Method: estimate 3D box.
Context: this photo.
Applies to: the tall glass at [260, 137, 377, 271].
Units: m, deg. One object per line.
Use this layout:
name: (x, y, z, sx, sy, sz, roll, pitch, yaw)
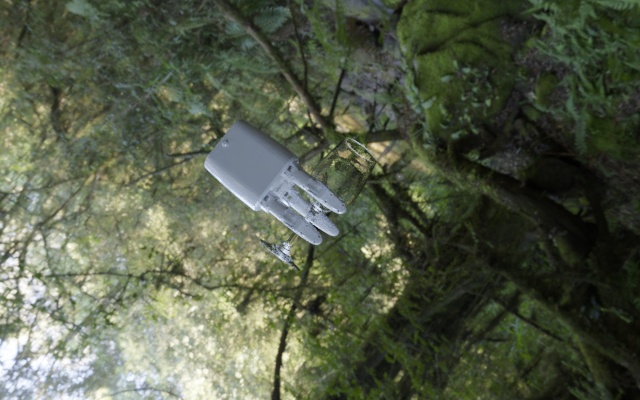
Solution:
tall glass: (0.000, 0.003, 0.711, 0.079, 0.201, 0.079, 38, -4, 3)
